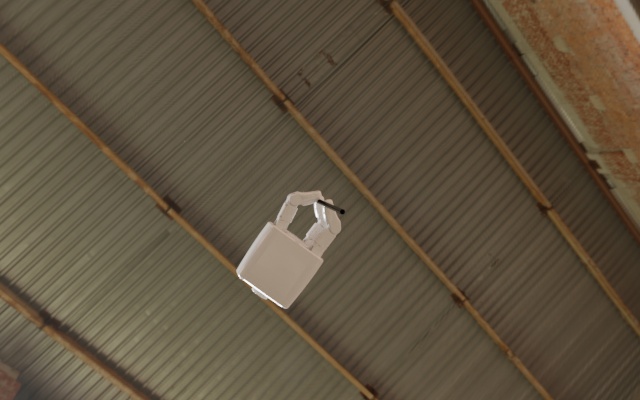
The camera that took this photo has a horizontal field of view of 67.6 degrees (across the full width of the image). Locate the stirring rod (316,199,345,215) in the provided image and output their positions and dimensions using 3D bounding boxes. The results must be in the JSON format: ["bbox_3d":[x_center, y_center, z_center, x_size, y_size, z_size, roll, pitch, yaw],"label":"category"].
[{"bbox_3d":[0.000,0.003,0.826,0.011,0.011,0.239,0,7,-16],"label":"stirring rod"}]
